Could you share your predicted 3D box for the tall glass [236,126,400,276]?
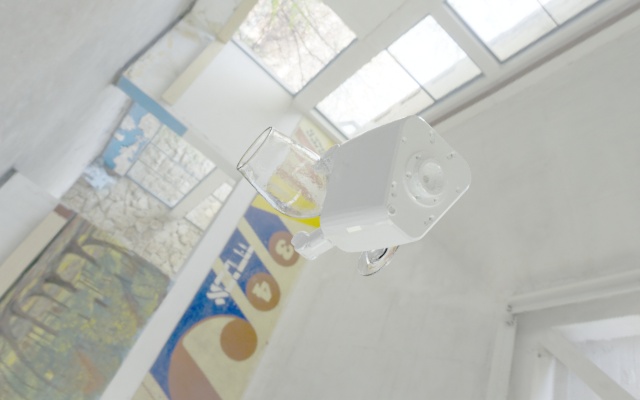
[{"bbox_3d":[0.000,0.002,0.555,0.201,0.079,0.079,39,-14,-18],"label":"tall glass"}]
